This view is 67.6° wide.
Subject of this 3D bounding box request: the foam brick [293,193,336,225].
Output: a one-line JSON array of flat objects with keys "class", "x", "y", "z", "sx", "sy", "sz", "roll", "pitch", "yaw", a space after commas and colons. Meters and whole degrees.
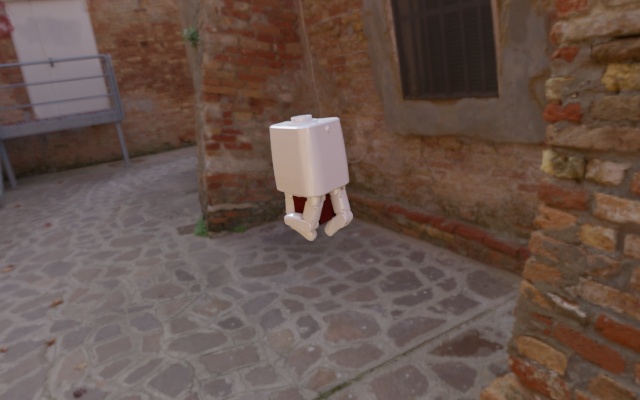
[{"class": "foam brick", "x": 0.000, "y": 0.003, "z": 0.790, "sx": 0.053, "sy": 0.051, "sz": 0.078, "roll": 4, "pitch": 19, "yaw": 37}]
